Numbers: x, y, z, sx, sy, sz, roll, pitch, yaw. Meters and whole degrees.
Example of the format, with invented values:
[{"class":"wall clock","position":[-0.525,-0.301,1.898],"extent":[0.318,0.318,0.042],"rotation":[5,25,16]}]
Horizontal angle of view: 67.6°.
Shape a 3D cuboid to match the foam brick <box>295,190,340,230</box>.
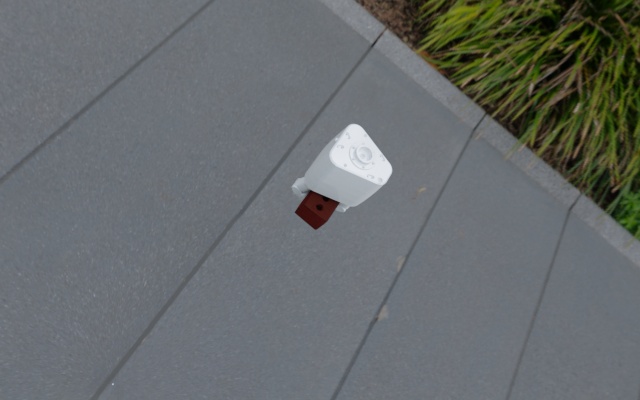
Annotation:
[{"class":"foam brick","position":[0.000,0.003,0.861],"extent":[0.053,0.078,0.051],"rotation":[38,-29,-8]}]
